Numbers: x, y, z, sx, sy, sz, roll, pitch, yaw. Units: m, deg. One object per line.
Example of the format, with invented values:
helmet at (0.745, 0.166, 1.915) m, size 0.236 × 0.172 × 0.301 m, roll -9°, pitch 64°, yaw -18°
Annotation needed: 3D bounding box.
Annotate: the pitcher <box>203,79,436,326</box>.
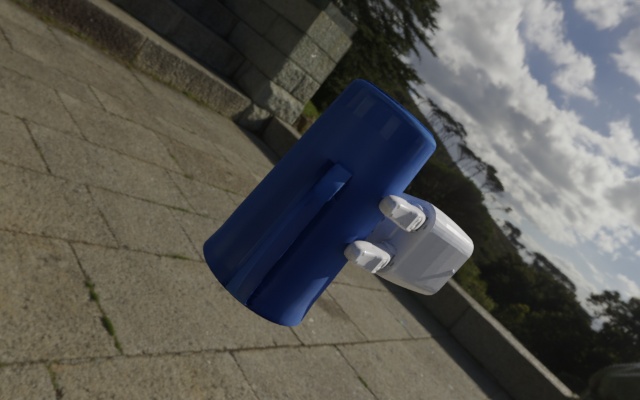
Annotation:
pitcher at (0.000, 0.002, 0.484) m, size 0.145 × 0.243 × 0.149 m, roll 32°, pitch 13°, yaw -40°
